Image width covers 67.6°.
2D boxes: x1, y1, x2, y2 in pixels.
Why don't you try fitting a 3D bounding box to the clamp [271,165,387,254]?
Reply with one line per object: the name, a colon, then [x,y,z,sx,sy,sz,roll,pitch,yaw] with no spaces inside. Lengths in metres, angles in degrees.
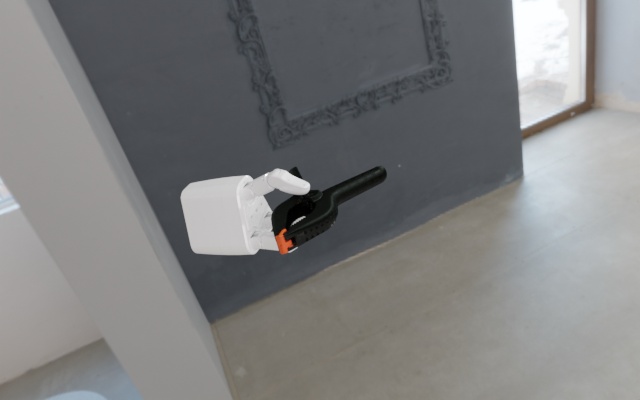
clamp: [0.000,0.002,0.678,0.164,0.036,0.210,-3,30,21]
